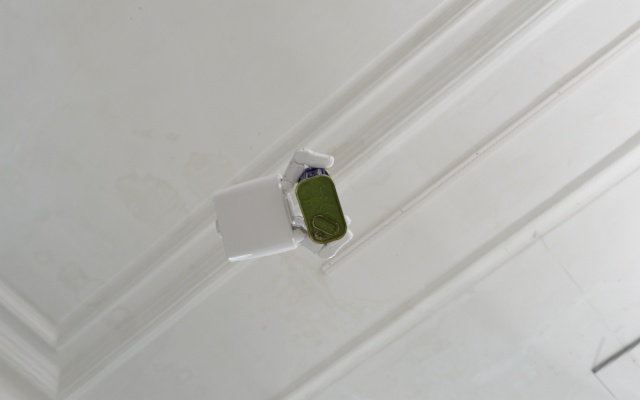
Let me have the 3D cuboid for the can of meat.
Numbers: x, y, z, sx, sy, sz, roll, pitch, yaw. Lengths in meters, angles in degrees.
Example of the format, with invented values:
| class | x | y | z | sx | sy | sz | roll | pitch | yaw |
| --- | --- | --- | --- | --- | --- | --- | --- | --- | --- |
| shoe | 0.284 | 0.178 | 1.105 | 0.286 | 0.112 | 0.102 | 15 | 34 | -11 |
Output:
| class | x | y | z | sx | sy | sz | roll | pitch | yaw |
| --- | --- | --- | --- | --- | --- | --- | --- | --- | --- |
| can of meat | 0.000 | 0.002 | 0.719 | 0.057 | 0.102 | 0.084 | -17 | 17 | 3 |
